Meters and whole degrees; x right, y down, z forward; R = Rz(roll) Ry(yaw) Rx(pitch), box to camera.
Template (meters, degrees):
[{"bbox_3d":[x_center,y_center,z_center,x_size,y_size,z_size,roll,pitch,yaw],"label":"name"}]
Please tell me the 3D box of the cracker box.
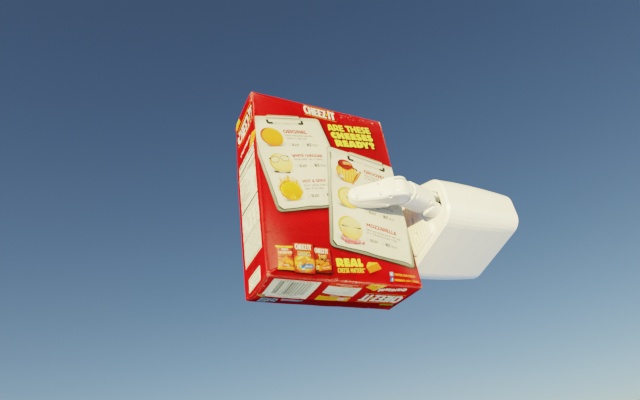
[{"bbox_3d":[0.000,0.002,0.501,0.164,0.213,0.072,9,-37,-26],"label":"cracker box"}]
